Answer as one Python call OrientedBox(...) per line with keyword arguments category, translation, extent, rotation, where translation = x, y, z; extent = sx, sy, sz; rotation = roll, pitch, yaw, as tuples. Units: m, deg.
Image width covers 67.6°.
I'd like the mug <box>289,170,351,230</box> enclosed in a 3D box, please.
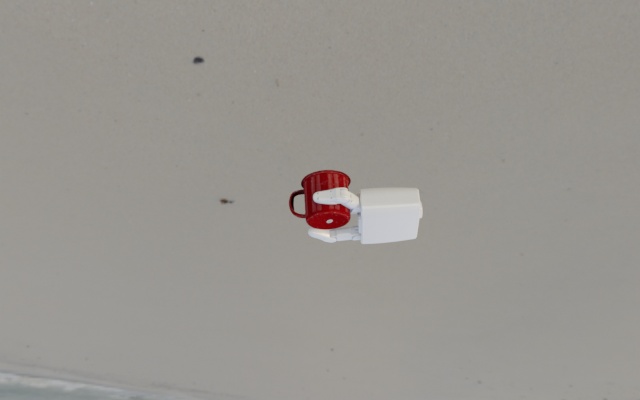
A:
OrientedBox(category="mug", translation=(-0.001, 0.003, 0.872), extent=(0.117, 0.081, 0.093), rotation=(-5, -26, 3))
